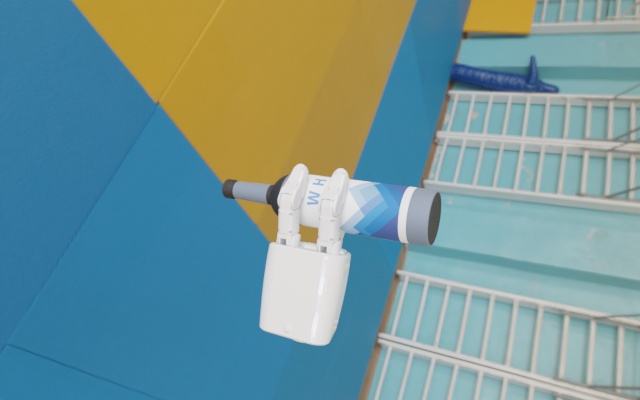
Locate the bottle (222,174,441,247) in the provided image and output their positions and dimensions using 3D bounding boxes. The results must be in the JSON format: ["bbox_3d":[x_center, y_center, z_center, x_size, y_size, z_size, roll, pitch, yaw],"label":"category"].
[{"bbox_3d":[0.000,0.002,0.613,0.295,0.069,0.069,8,3,25],"label":"bottle"}]
